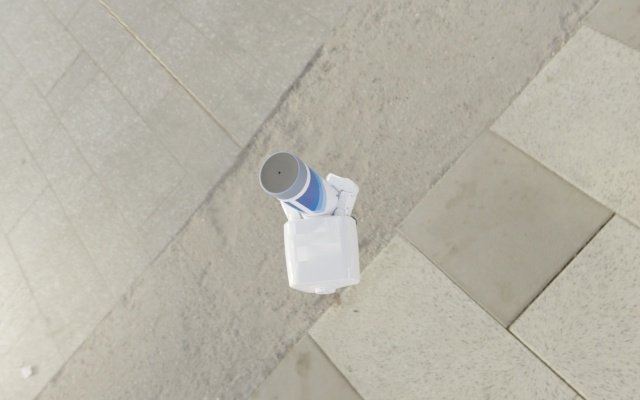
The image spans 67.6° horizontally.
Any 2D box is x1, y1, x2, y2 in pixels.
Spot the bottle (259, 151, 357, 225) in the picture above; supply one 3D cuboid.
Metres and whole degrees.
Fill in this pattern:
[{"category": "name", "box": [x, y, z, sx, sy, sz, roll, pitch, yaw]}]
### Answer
[{"category": "bottle", "box": [0.000, 0.002, 0.806, 0.069, 0.069, 0.296, 0, -17, 25]}]
